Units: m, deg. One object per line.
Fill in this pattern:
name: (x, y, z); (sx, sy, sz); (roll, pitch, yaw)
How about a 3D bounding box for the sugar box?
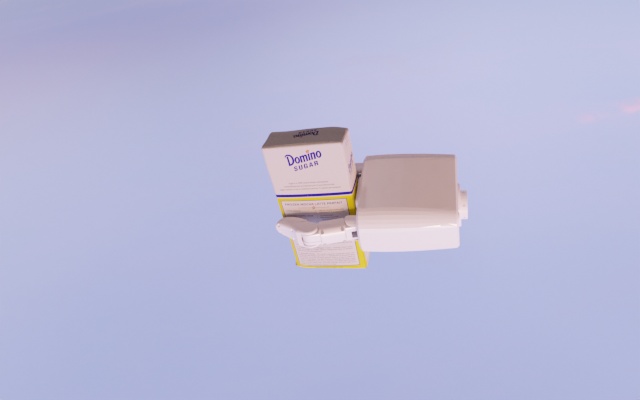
sugar box: (0.000, 0.002, 0.560); (0.093, 0.176, 0.048); (-2, 33, 16)
